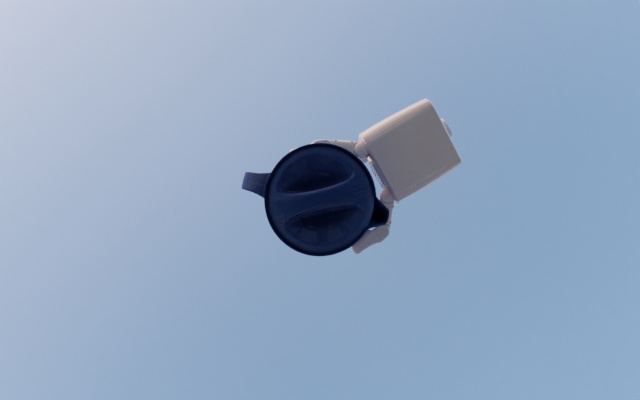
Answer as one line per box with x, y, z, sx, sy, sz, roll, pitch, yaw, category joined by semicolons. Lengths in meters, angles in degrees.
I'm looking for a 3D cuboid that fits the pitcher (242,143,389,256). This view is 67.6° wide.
0.000;0.002;0.672;0.145;0.149;0.243;-32;-6;3;pitcher
